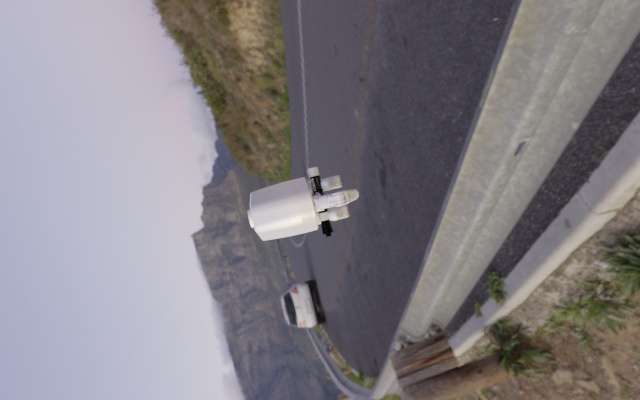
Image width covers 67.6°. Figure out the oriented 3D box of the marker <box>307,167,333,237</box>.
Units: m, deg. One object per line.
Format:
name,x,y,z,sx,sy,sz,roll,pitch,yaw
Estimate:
marker,0.000,0.003,0.818,0.020,0.121,0.020,-14,1,0
